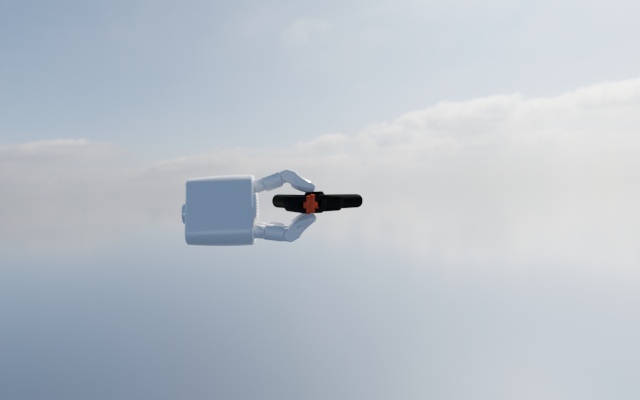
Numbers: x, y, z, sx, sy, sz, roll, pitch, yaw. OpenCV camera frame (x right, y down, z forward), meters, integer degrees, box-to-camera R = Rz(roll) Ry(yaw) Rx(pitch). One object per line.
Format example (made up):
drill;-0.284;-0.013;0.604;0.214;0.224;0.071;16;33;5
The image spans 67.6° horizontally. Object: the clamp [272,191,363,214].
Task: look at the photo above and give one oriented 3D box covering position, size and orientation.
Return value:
clamp;0.000;0.002;0.787;0.164;0.036;0.210;-1;1;-4
